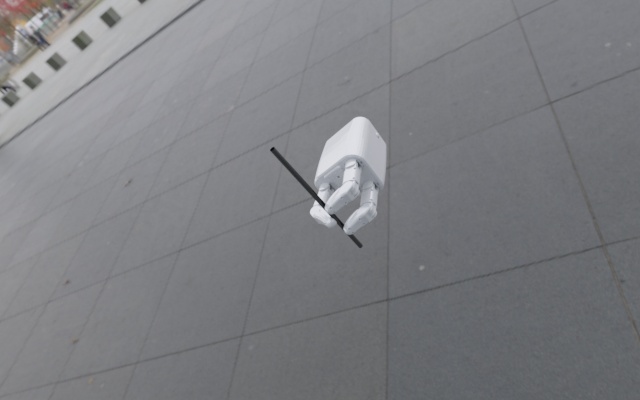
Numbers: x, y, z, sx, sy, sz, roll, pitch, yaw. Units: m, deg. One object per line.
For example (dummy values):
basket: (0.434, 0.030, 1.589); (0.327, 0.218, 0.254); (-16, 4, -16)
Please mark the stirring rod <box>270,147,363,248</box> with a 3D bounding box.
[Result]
stirring rod: (0.000, 0.002, 0.731); (0.011, 0.011, 0.240); (0, -38, 45)
